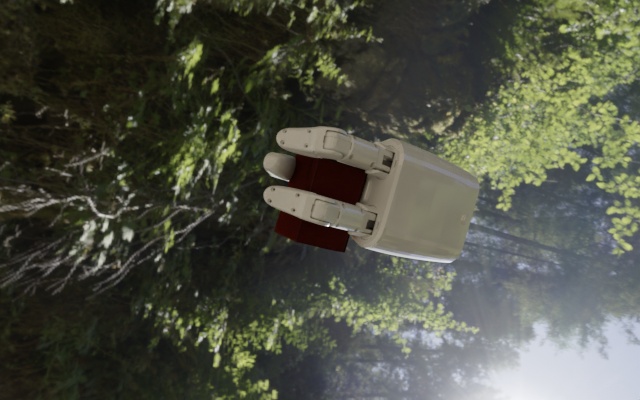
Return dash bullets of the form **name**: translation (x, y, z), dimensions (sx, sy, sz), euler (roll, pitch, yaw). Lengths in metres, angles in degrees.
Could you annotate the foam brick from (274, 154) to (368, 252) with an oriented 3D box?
- **foam brick**: translation (0.000, 0.002, 0.430), dimensions (0.051, 0.078, 0.053), euler (16, 1, -27)
